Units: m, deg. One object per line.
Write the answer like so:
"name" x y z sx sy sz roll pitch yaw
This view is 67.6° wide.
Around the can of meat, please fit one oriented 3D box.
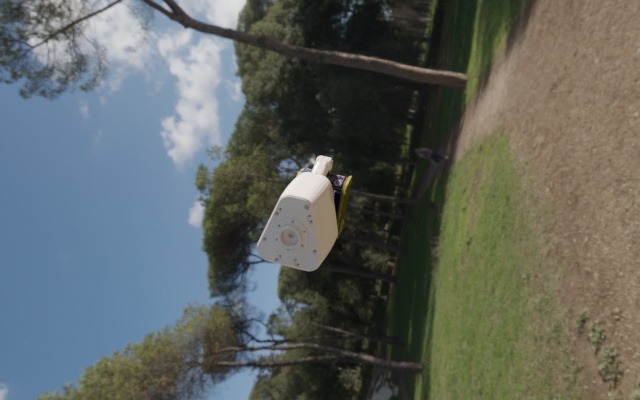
"can of meat" 0.000 0.002 0.781 0.084 0.102 0.057 13 24 9
